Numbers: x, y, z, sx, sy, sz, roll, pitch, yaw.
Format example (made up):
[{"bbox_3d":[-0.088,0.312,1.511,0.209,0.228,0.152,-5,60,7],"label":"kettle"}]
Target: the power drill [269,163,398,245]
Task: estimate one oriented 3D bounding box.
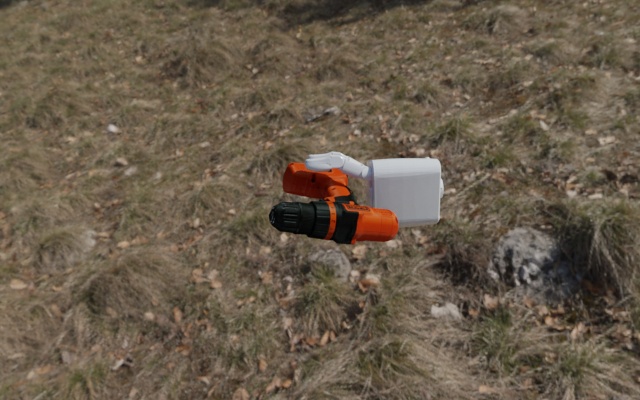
[{"bbox_3d":[0.000,0.002,0.706,0.184,0.057,0.187,8,22,-22],"label":"power drill"}]
